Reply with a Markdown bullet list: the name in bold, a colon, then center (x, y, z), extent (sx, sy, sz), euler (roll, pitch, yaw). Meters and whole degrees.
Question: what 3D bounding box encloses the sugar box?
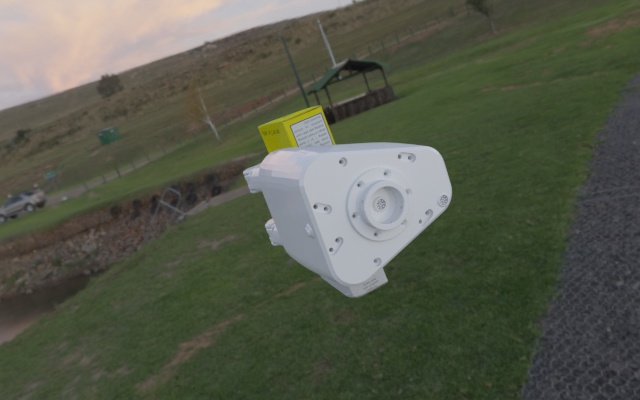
- **sugar box**: center (0.000, 0.002, 0.462), extent (0.048, 0.176, 0.093), euler (-23, 12, -16)
